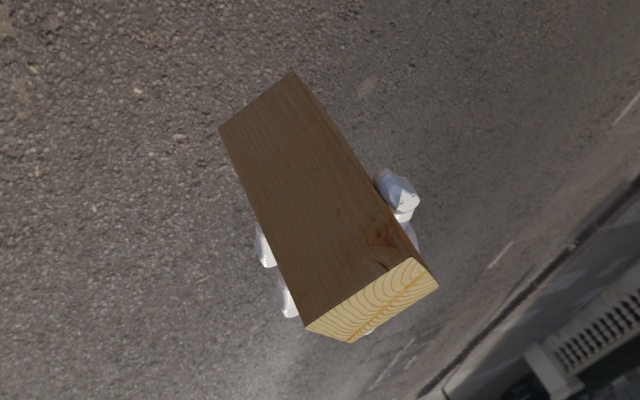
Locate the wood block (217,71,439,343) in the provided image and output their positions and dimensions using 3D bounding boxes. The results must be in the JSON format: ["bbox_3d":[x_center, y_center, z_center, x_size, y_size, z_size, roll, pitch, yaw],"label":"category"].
[{"bbox_3d":[0.001,0.001,0.407,0.091,0.206,0.090,-35,-33,9],"label":"wood block"}]
